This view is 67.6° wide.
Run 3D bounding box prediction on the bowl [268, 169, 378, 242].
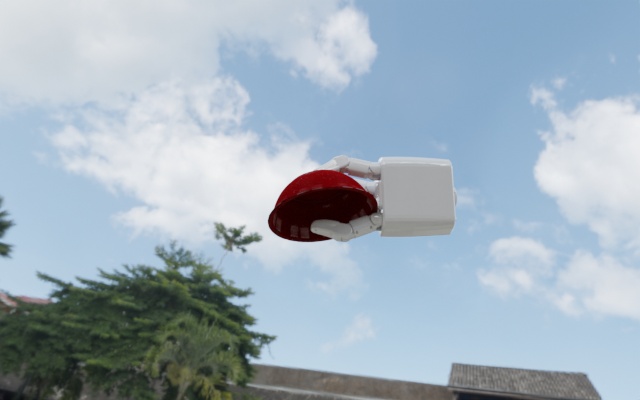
[{"bbox_3d":[-0.001,0.002,0.702,0.162,0.055,0.162,-8,-30,-5],"label":"bowl"}]
